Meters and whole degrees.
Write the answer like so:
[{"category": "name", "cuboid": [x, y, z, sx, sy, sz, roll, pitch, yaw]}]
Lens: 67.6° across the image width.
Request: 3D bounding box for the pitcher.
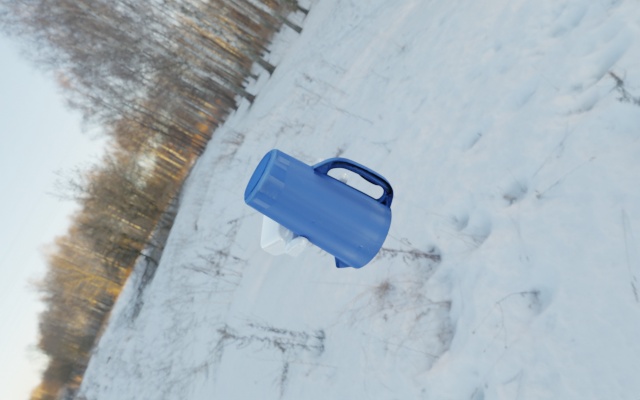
[{"category": "pitcher", "cuboid": [0.000, 0.003, 0.836, 0.243, 0.149, 0.145, 29, -28, -17]}]
